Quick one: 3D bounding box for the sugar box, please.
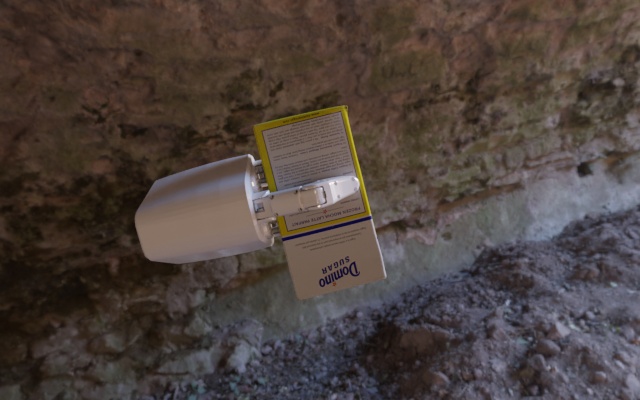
[{"bbox_3d":[0.000,0.001,0.477,0.093,0.176,0.048,-13,8,0],"label":"sugar box"}]
